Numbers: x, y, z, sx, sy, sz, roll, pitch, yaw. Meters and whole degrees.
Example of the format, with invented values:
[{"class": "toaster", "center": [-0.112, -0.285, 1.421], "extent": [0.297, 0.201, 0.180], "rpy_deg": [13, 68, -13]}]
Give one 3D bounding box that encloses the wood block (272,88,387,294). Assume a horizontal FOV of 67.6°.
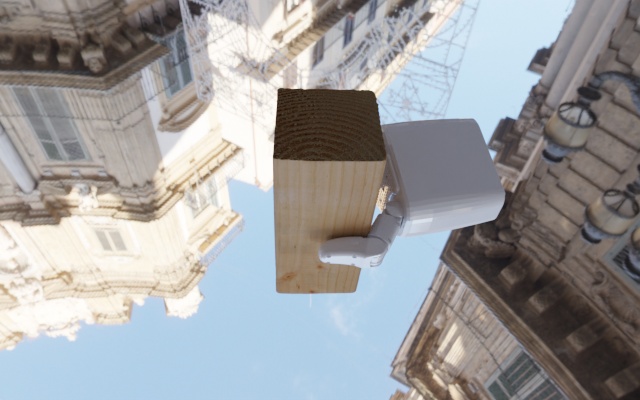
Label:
[{"class": "wood block", "center": [0.000, 0.002, 0.469], "extent": [0.090, 0.090, 0.206], "rpy_deg": [1, -40, -4]}]
